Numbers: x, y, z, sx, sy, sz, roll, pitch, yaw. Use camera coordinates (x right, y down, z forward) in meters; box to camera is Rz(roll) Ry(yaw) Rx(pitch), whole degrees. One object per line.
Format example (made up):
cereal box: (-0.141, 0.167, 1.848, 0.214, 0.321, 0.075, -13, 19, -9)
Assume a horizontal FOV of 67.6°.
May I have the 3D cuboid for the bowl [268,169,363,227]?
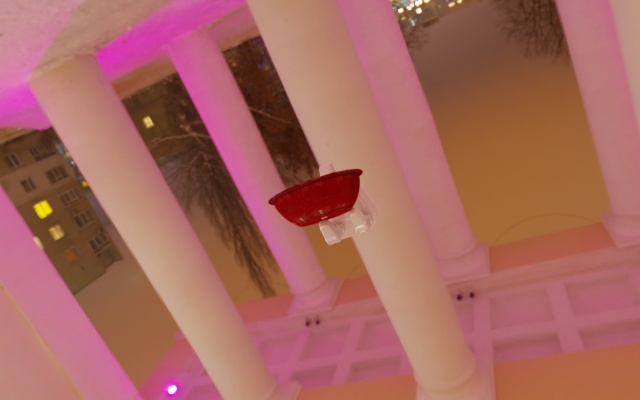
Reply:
bowl: (0.000, 0.003, 0.771, 0.162, 0.055, 0.162, -18, -8, -3)
